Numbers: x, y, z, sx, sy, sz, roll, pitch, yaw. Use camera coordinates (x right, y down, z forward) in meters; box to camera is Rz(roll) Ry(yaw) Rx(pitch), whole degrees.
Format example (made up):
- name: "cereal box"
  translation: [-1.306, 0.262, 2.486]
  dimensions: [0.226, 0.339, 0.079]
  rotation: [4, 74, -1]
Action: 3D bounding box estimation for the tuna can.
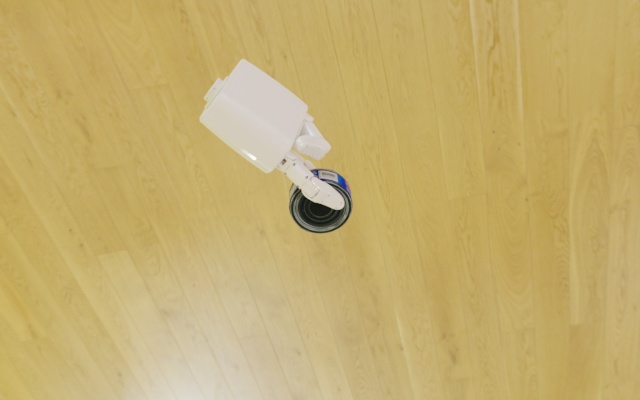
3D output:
- name: "tuna can"
  translation: [0.000, 0.002, 0.642]
  dimensions: [0.086, 0.086, 0.033]
  rotation: [0, 31, -3]
